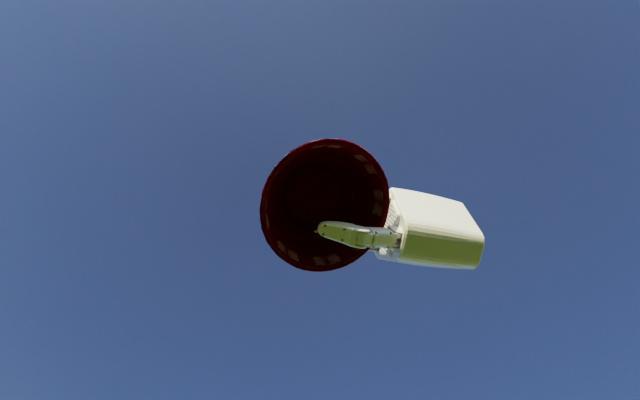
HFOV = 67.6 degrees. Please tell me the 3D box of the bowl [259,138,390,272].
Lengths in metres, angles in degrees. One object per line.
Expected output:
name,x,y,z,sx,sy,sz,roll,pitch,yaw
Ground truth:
bowl,-0.001,0.001,0.580,0.162,0.162,0.055,0,15,-20
